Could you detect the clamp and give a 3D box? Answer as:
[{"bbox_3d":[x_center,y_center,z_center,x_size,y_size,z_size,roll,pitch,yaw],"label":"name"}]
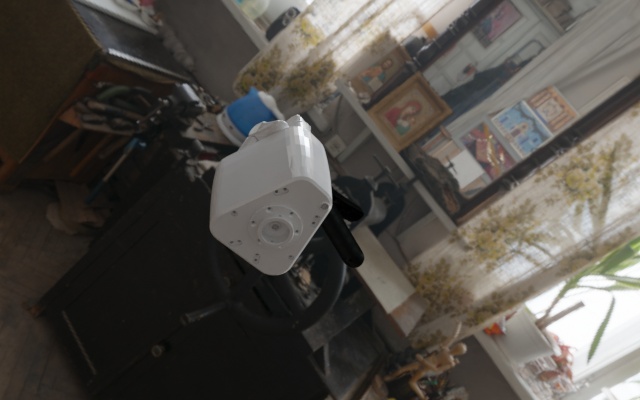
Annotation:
[{"bbox_3d":[0.000,0.001,0.569,0.171,0.039,0.120,42,19,-26],"label":"clamp"}]
